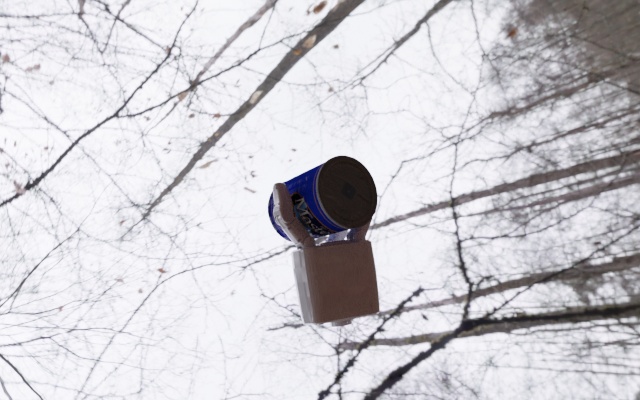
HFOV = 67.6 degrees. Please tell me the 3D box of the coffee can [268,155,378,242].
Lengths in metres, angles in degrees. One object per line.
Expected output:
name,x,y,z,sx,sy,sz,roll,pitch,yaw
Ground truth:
coffee can,0.000,0.002,0.704,0.103,0.103,0.140,0,-12,-35
